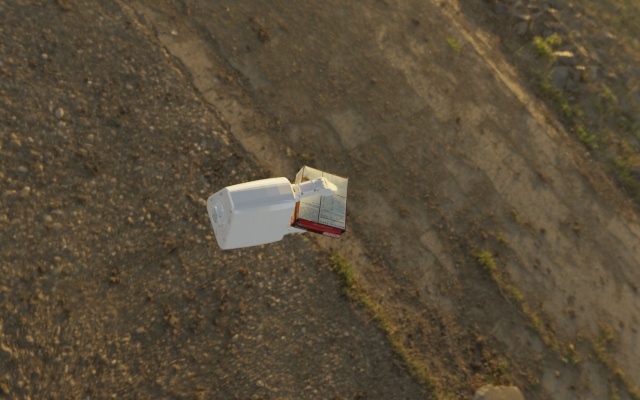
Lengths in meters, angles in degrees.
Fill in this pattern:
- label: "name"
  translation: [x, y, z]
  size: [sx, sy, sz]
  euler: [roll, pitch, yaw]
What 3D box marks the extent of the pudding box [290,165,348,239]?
- label: "pudding box"
  translation: [0.000, 0.003, 0.827]
  size: [0.090, 0.113, 0.039]
  euler: [16, -33, -17]
